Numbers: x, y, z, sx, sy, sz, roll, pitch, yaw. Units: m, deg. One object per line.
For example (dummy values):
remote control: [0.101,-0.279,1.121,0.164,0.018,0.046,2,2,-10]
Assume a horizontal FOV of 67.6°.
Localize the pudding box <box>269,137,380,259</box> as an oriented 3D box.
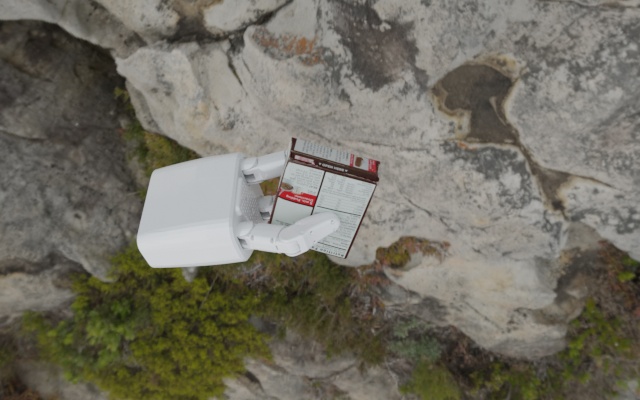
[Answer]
pudding box: [0.000,0.002,0.477,0.090,0.114,0.039,14,42,-6]
